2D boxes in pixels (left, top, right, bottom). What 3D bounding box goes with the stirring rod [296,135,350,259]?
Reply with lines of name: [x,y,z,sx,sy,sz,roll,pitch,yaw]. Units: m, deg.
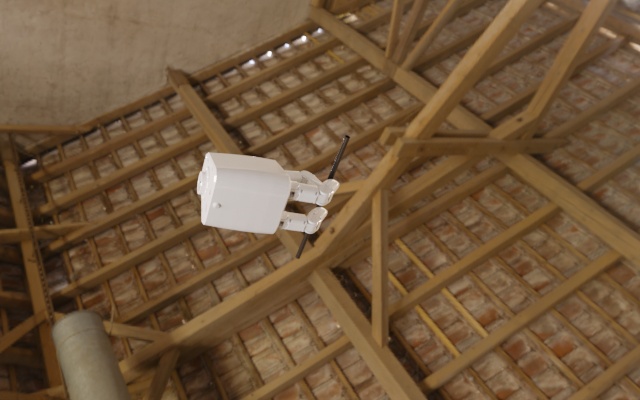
stirring rod: [0.000,0.002,0.753,0.011,0.240,0.011,16,32,-10]
